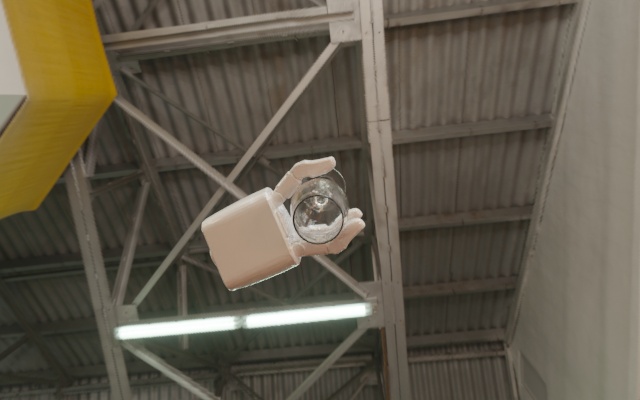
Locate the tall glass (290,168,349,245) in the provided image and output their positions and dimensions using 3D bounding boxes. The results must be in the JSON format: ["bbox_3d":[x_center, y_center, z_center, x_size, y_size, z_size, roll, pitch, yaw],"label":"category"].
[{"bbox_3d":[0.000,0.002,0.667,0.079,0.079,0.201,0,12,1],"label":"tall glass"}]
